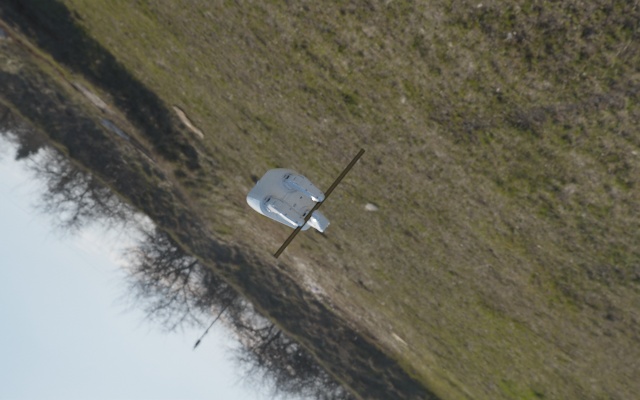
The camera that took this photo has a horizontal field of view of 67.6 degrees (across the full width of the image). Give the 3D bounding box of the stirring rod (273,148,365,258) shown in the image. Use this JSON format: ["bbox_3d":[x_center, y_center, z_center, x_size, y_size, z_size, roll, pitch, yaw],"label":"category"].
[{"bbox_3d":[0.000,0.003,0.812,0.011,0.239,0.011,38,-11,9],"label":"stirring rod"}]
